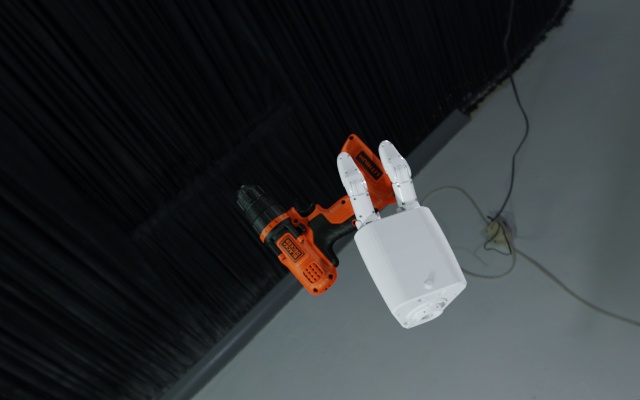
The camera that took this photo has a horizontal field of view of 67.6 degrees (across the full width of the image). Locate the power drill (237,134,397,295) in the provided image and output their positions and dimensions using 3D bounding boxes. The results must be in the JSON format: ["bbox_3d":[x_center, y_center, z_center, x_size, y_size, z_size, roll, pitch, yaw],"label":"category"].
[{"bbox_3d":[0.001,0.002,0.638,0.187,0.184,0.057,-43,-14,3],"label":"power drill"}]
